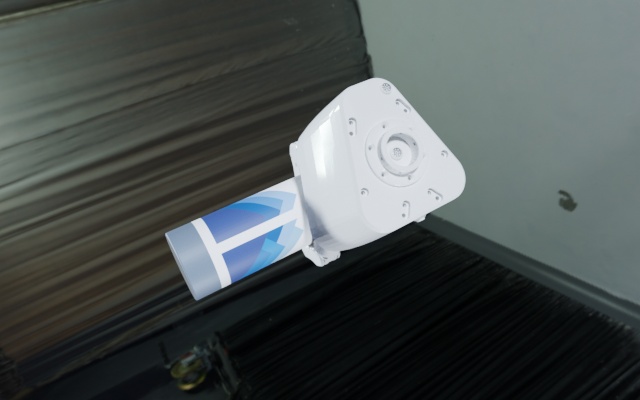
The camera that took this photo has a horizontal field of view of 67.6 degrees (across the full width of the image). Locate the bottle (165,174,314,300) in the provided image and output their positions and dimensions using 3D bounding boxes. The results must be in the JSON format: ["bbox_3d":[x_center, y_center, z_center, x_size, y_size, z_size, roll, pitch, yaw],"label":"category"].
[{"bbox_3d":[0.000,0.002,0.478,0.295,0.069,0.069,-25,9,-20],"label":"bottle"}]
